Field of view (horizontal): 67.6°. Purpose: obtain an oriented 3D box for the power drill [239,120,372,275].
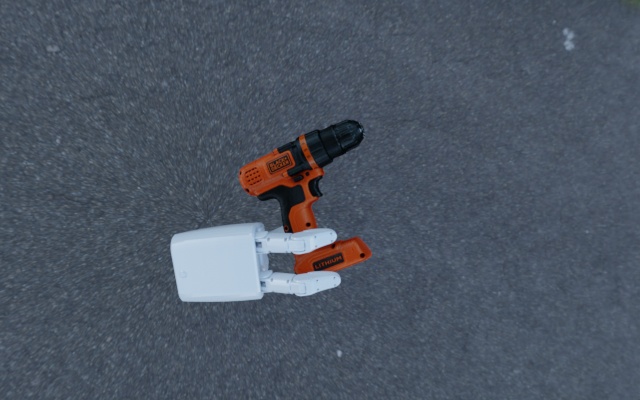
[{"bbox_3d":[0.000,0.003,0.646,0.184,0.187,0.057,-24,-6,14],"label":"power drill"}]
